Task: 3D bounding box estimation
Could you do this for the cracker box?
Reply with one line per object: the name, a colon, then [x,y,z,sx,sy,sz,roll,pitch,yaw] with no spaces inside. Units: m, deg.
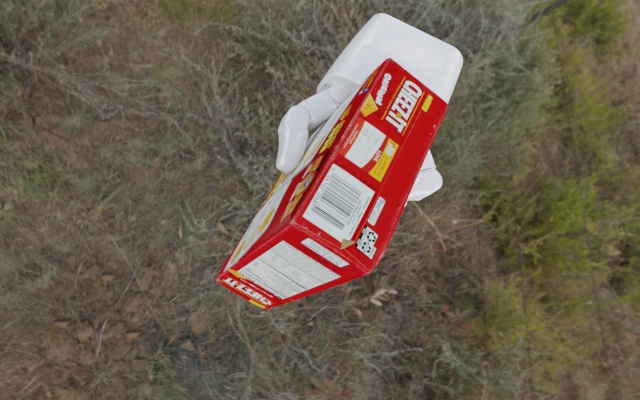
cracker box: [0.000,0.001,0.420,0.072,0.164,0.214,35,-29,-10]
